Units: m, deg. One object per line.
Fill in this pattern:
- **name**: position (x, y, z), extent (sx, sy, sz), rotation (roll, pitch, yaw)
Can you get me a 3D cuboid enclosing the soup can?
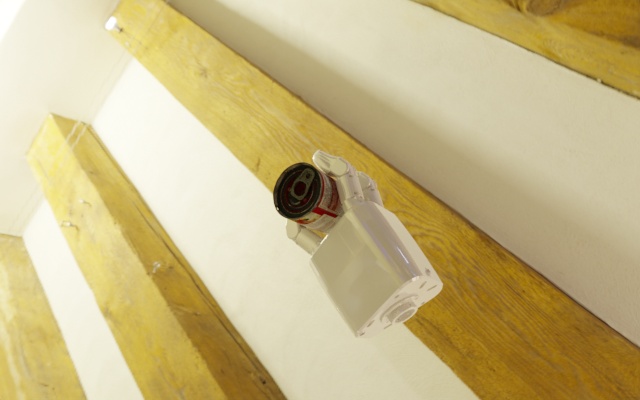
- **soup can**: position (0.000, 0.002, 0.580), extent (0.068, 0.068, 0.102), rotation (0, -15, 34)
